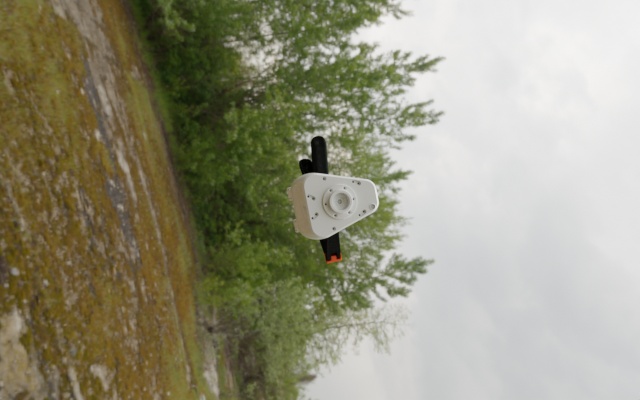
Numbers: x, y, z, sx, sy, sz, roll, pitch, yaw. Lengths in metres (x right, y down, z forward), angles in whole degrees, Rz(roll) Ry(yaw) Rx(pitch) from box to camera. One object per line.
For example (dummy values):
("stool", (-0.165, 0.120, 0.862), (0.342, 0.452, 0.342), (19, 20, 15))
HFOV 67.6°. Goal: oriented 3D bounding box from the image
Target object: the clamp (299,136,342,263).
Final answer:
("clamp", (0.001, 0.003, 0.836), (0.036, 0.210, 0.164), (-11, 0, -11))
